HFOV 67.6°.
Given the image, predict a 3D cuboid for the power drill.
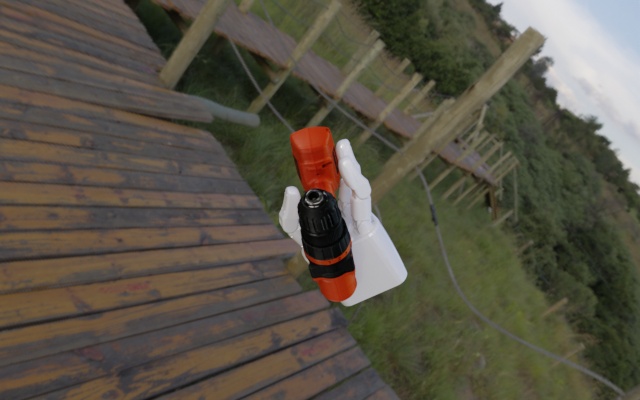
[{"bbox_3d":[0.000,0.002,0.561,0.057,0.187,0.185,-9,-40,3],"label":"power drill"}]
